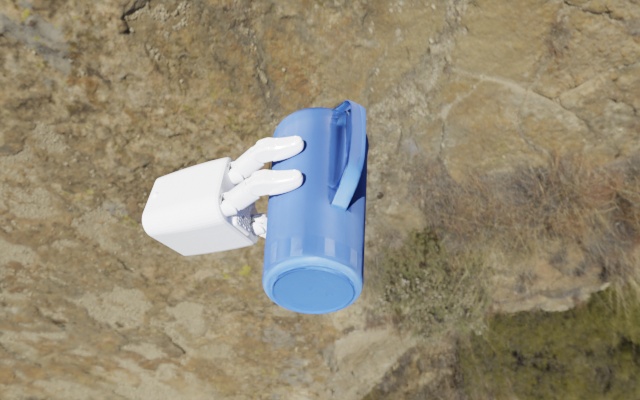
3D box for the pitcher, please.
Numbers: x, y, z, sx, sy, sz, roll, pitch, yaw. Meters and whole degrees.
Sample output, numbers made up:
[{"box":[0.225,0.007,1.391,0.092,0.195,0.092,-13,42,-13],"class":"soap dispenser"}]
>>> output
[{"box":[0.000,0.002,0.576,0.145,0.242,0.149,-10,-44,14],"class":"pitcher"}]
